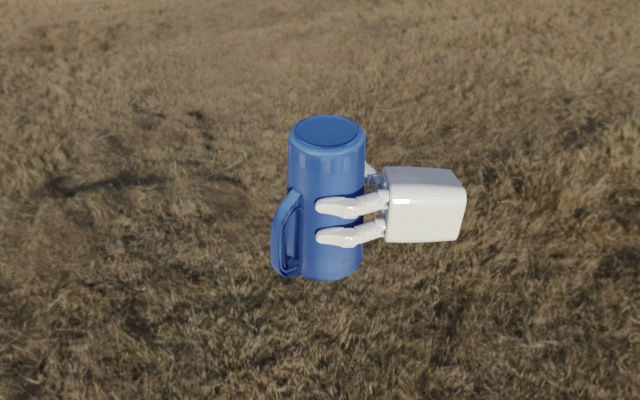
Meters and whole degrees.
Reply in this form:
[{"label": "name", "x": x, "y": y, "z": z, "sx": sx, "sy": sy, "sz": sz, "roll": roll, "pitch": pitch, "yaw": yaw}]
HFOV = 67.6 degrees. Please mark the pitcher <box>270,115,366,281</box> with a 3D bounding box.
[{"label": "pitcher", "x": 0.000, "y": 0.002, "z": 0.728, "sx": 0.145, "sy": 0.243, "sz": 0.149, "roll": 2, "pitch": 39, "yaw": 2}]
